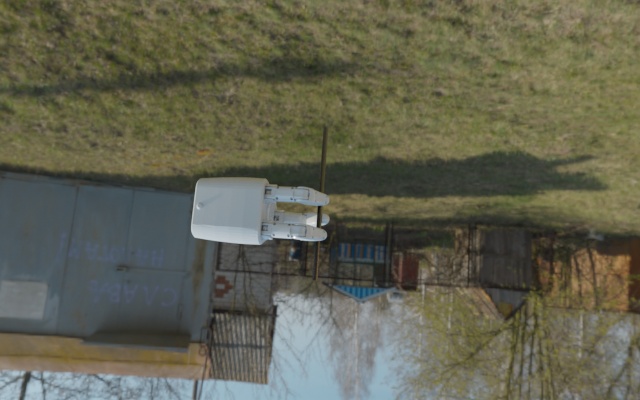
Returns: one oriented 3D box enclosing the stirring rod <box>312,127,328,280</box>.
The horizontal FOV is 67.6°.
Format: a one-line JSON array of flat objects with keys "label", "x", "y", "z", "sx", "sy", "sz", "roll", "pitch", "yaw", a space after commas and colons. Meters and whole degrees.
[{"label": "stirring rod", "x": 0.000, "y": 0.002, "z": 0.741, "sx": 0.011, "sy": 0.239, "sz": 0.011, "roll": 4, "pitch": -10, "yaw": 1}]
